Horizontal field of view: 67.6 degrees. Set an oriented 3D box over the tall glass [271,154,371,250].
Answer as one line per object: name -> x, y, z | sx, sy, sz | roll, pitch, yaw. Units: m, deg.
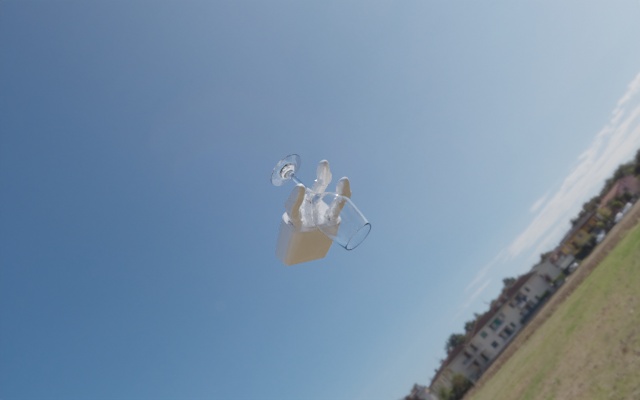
tall glass -> 0.000, 0.002, 0.869 | 0.201, 0.079, 0.079 | 42, 21, 25
